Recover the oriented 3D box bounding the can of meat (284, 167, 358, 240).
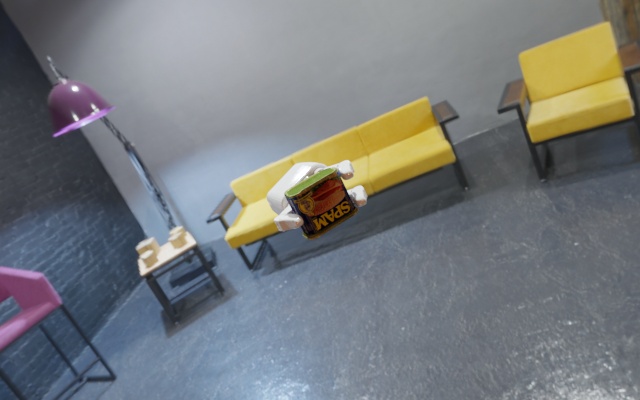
[{"bbox_3d":[0.000,0.002,0.802,0.102,0.084,0.057,-31,17,-15],"label":"can of meat"}]
